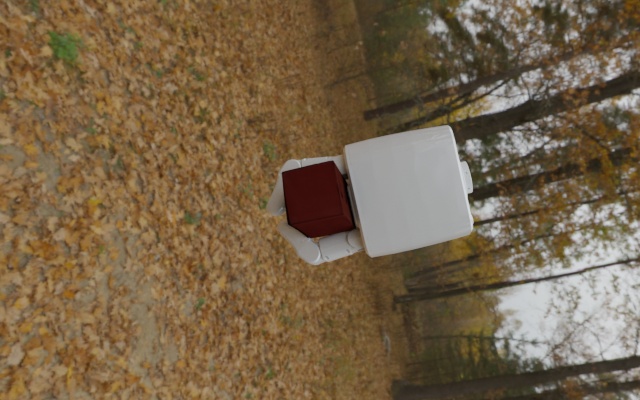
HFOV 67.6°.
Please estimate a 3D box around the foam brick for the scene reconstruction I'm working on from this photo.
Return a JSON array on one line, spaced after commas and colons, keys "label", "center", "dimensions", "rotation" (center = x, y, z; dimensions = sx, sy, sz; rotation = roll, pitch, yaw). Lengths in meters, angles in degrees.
[{"label": "foam brick", "center": [0.000, 0.002, 0.459], "dimensions": [0.051, 0.053, 0.078], "rotation": [-12, -16, 10]}]
